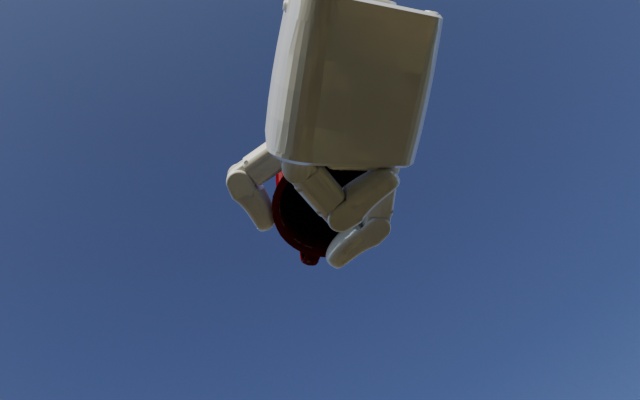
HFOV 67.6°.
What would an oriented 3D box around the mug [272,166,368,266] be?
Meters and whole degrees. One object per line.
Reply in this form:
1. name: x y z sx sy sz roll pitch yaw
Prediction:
1. mug: 0.000 0.003 0.429 0.093 0.117 0.081 7 21 -10
